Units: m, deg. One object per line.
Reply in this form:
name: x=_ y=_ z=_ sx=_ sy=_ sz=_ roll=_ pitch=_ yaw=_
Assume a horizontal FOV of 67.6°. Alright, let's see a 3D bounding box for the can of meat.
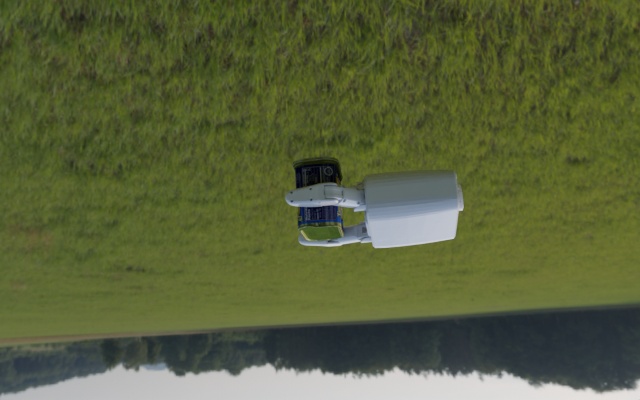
can of meat: x=0.000 y=0.002 z=0.600 sx=0.057 sy=0.084 sz=0.102 roll=-5 pitch=-15 yaw=5
